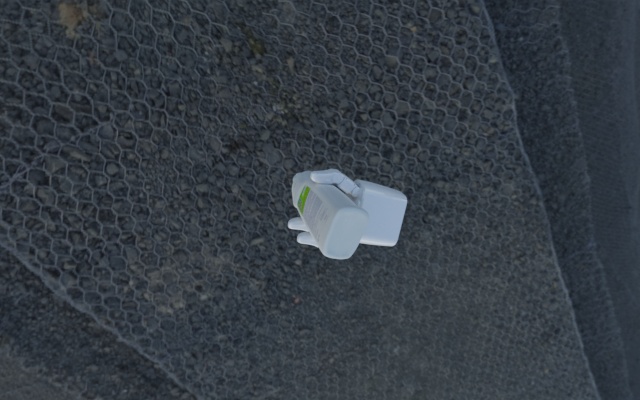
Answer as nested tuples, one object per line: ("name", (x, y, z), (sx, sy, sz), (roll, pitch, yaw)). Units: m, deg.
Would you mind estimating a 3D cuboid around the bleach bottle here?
("bleach bottle", (0.000, 0.003, 0.887), (0.068, 0.102, 0.250), (12, 21, -26))
